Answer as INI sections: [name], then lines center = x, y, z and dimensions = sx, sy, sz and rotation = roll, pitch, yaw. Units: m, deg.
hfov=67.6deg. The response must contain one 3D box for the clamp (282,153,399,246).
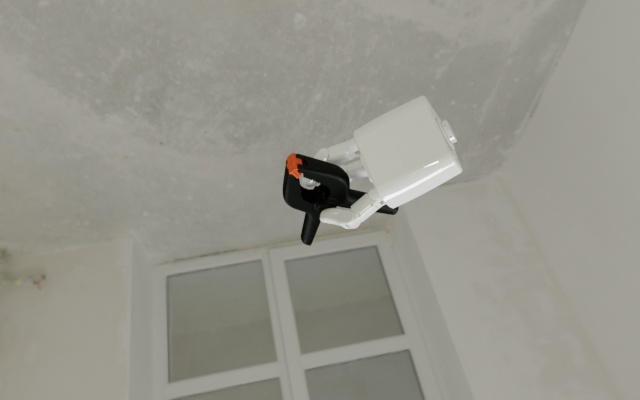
[clamp]
center = 0.000, 0.003, 0.685
dimensions = 0.164, 0.036, 0.210
rotation = -27, -36, 22
